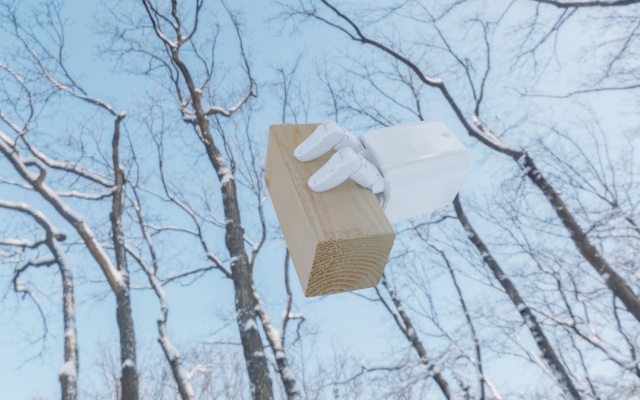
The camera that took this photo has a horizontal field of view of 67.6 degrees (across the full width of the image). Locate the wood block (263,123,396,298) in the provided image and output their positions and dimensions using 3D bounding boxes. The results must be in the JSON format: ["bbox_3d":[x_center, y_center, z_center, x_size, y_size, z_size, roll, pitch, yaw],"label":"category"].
[{"bbox_3d":[0.000,0.002,0.570,0.090,0.091,0.206,-5,43,-19],"label":"wood block"}]
